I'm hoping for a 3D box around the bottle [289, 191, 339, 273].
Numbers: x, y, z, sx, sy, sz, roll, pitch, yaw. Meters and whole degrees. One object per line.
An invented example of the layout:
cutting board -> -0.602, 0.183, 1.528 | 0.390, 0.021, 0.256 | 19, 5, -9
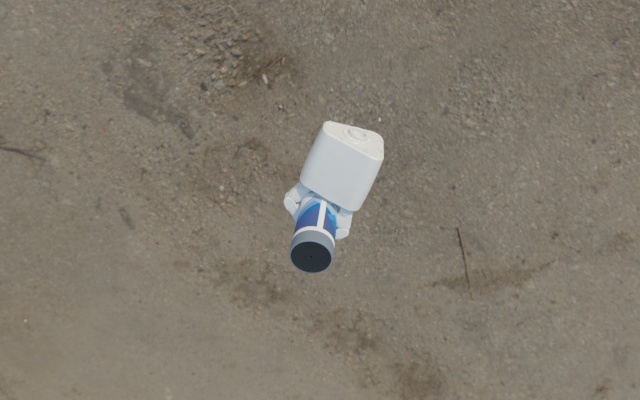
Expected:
bottle -> 0.000, 0.003, 0.836 | 0.069, 0.069, 0.295 | 0, 34, 7
